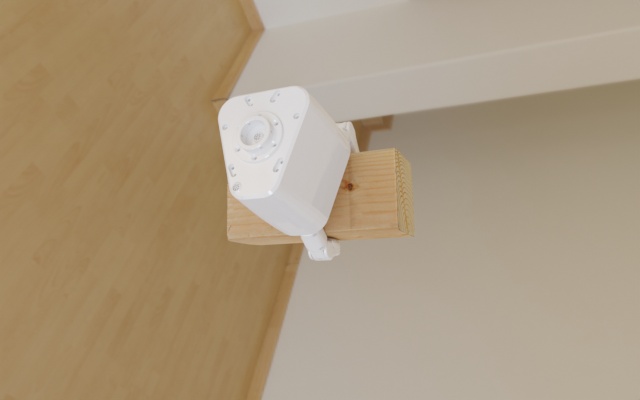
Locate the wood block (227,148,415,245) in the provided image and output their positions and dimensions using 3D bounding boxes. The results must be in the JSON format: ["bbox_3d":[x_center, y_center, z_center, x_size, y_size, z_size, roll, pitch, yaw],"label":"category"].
[{"bbox_3d":[0.000,0.002,0.572,0.206,0.091,0.090,-5,-10,21],"label":"wood block"}]
